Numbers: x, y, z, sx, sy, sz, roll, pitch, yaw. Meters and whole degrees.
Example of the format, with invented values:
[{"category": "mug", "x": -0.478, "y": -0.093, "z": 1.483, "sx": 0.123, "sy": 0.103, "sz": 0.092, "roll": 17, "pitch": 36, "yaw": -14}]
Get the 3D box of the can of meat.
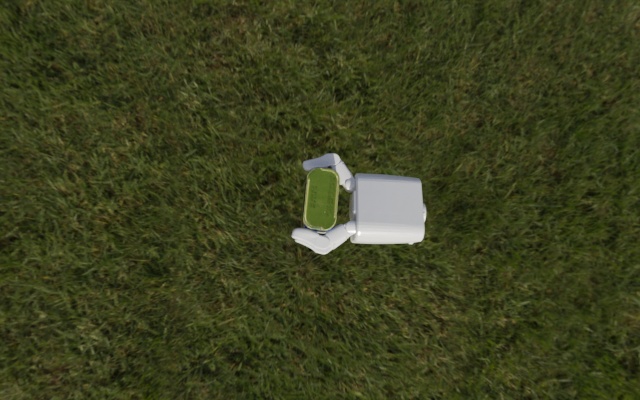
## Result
[{"category": "can of meat", "x": 0.000, "y": 0.002, "z": 0.767, "sx": 0.057, "sy": 0.102, "sz": 0.084, "roll": 5, "pitch": -8, "yaw": -2}]
